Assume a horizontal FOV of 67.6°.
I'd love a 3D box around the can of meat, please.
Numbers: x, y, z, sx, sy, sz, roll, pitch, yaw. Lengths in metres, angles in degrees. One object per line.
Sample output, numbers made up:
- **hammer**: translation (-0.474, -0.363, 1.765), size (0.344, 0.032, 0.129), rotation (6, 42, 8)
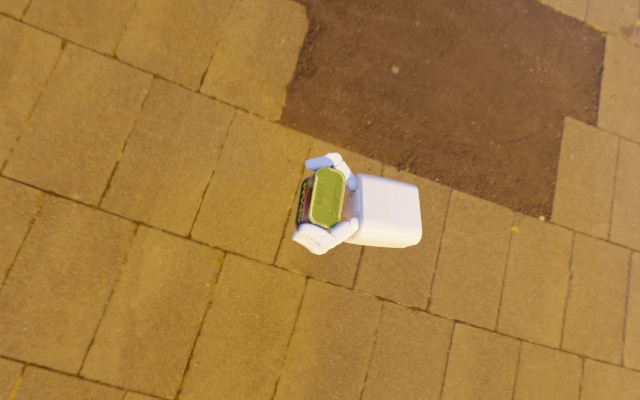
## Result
- **can of meat**: translation (0.000, 0.002, 0.776), size (0.057, 0.102, 0.084), rotation (13, -14, -14)
